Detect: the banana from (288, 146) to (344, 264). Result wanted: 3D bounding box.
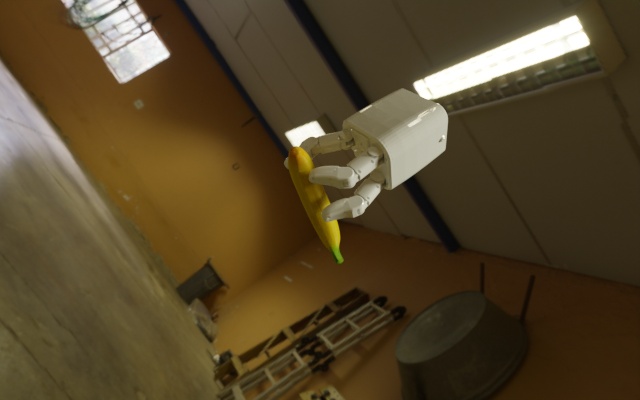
[{"bbox_3d":[-0.006,-0.002,0.681,0.037,0.198,0.069,-30,31,-10],"label":"banana"}]
